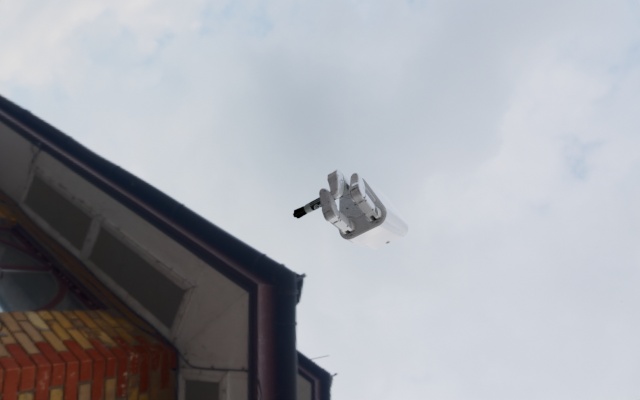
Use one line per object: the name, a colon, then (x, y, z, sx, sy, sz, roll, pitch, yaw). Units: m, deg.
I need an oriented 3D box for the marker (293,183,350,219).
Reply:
marker: (0.000, 0.003, 0.856, 0.121, 0.020, 0.020, -28, -12, 25)
